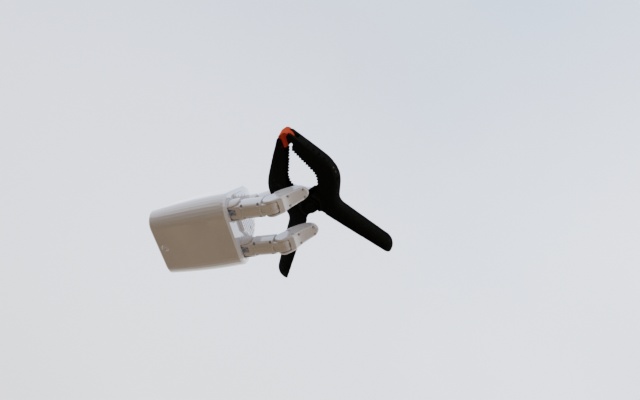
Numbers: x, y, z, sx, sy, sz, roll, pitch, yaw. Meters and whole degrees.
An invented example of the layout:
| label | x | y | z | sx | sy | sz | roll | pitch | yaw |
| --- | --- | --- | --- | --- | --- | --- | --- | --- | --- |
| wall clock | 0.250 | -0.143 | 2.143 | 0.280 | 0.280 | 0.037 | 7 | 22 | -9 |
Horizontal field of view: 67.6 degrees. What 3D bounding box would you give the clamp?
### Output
| label | x | y | z | sx | sy | sz | roll | pitch | yaw |
| --- | --- | --- | --- | --- | --- | --- | --- | --- | --- |
| clamp | 0.000 | 0.001 | 0.627 | 0.164 | 0.210 | 0.036 | -10 | 24 | 10 |
